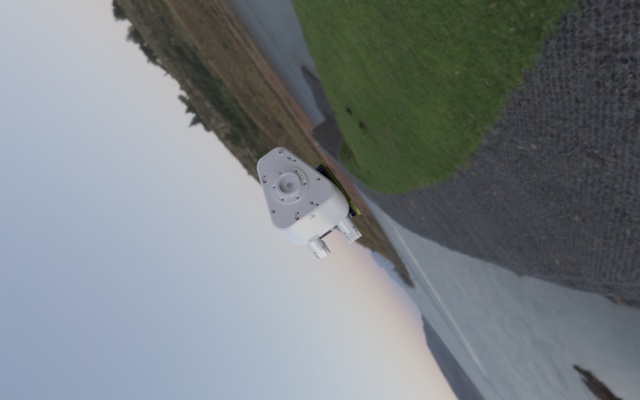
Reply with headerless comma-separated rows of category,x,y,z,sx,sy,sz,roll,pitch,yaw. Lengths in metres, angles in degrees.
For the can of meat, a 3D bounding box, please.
can of meat,0.000,0.003,0.754,0.084,0.102,0.057,-35,-15,2
